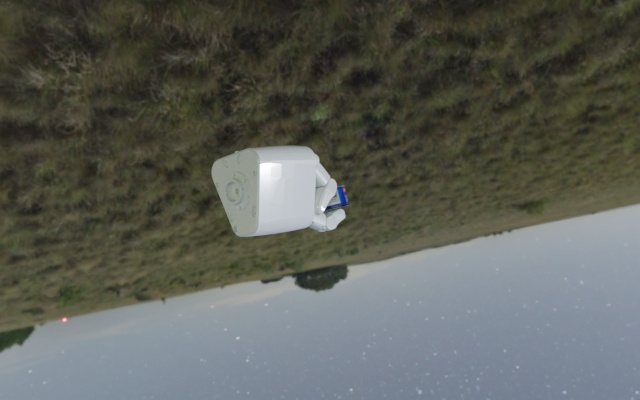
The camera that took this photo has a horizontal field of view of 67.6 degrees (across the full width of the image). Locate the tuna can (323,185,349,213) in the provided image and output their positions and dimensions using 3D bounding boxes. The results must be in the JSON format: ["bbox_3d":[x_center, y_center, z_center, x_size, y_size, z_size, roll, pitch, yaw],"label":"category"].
[{"bbox_3d":[0.000,0.003,0.748,0.086,0.034,0.086,-15,-3,-1],"label":"tuna can"}]
